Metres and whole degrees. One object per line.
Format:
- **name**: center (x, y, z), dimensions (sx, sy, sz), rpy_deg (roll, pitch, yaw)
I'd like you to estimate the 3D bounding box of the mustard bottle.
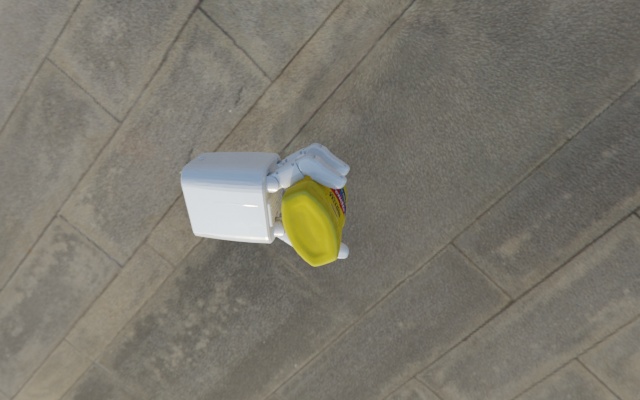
- **mustard bottle**: center (0.000, 0.002, 0.625), dimensions (0.058, 0.096, 0.191), rpy_deg (-21, 16, 15)
